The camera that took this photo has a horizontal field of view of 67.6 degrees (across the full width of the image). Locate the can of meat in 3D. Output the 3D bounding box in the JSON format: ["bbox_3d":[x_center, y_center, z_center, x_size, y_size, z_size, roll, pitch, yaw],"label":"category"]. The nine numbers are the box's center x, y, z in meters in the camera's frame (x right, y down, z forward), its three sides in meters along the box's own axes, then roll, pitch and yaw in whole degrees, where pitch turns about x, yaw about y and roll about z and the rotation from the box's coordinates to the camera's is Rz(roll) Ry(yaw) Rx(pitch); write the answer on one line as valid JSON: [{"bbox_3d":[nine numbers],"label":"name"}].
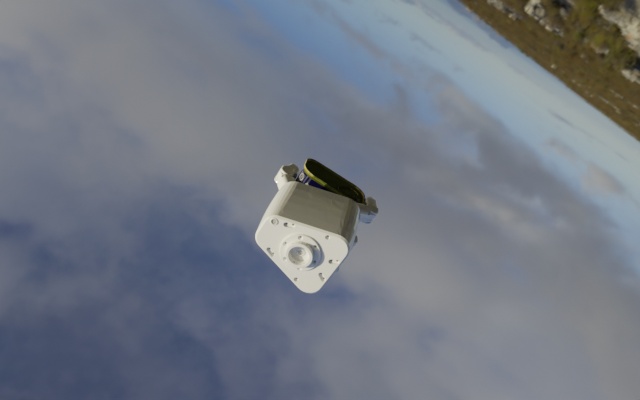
[{"bbox_3d":[0.000,0.002,0.702,0.102,0.084,0.057,32,24,-8],"label":"can of meat"}]
